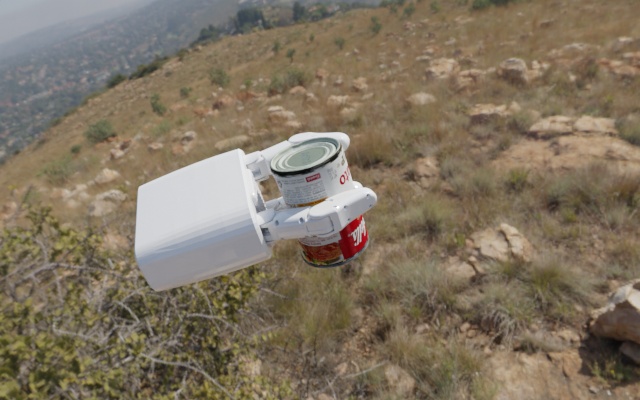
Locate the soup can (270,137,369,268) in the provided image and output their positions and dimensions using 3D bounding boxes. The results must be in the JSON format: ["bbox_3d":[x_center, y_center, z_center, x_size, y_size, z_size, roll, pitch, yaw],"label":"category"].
[{"bbox_3d":[0.000,0.001,0.439,0.068,0.102,0.068,-14,28,8],"label":"soup can"}]
